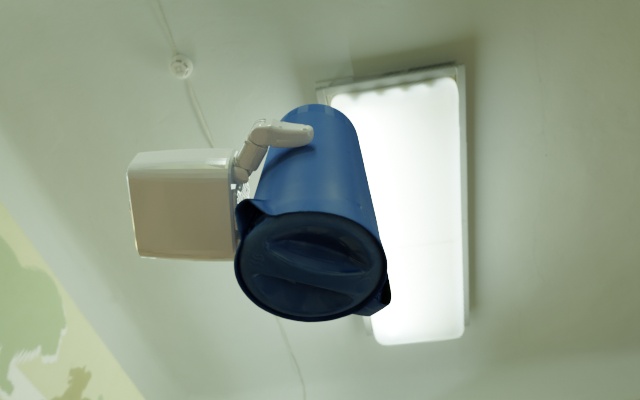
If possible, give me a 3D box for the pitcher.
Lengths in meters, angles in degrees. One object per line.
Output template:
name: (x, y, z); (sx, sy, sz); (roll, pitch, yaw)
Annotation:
pitcher: (0.000, 0.002, 0.508); (0.145, 0.149, 0.242); (0, 36, 1)
